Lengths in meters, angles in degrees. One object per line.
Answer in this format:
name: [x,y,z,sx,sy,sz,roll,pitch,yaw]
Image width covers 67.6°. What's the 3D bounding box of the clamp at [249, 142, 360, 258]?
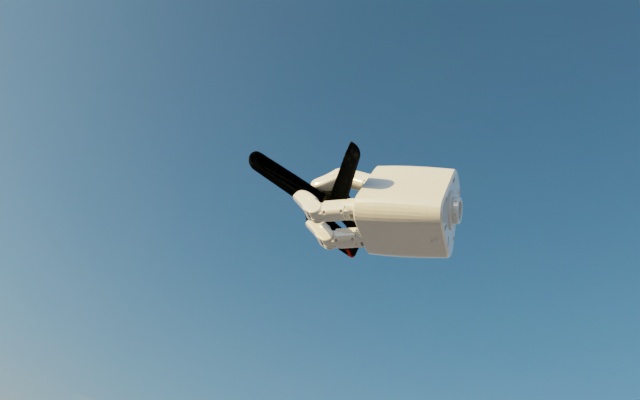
clamp: [0.001,0.002,0.664,0.164,0.036,0.210,5,-41,28]
